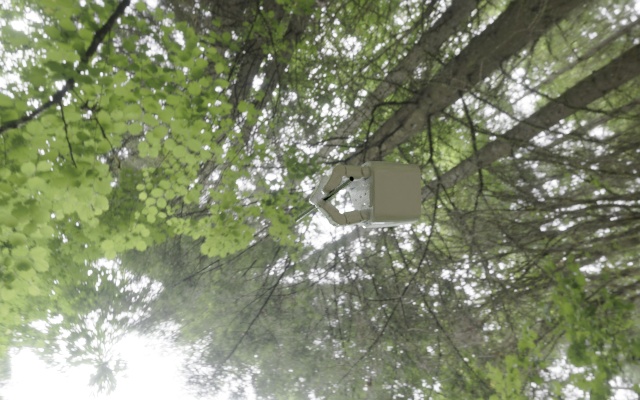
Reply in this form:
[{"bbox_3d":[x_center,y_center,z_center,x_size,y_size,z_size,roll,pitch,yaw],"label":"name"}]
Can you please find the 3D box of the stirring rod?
[{"bbox_3d":[0.000,0.003,0.832,0.011,0.011,0.239,0,-17,-24],"label":"stirring rod"}]
